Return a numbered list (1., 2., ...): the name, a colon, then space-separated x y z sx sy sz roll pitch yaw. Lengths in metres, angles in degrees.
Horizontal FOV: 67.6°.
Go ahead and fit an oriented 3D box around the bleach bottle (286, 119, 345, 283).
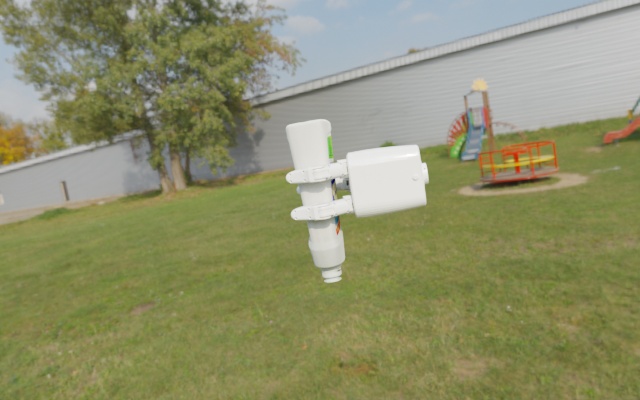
1. bleach bottle: 0.000 0.002 0.756 0.068 0.251 0.102 -9 6 7
